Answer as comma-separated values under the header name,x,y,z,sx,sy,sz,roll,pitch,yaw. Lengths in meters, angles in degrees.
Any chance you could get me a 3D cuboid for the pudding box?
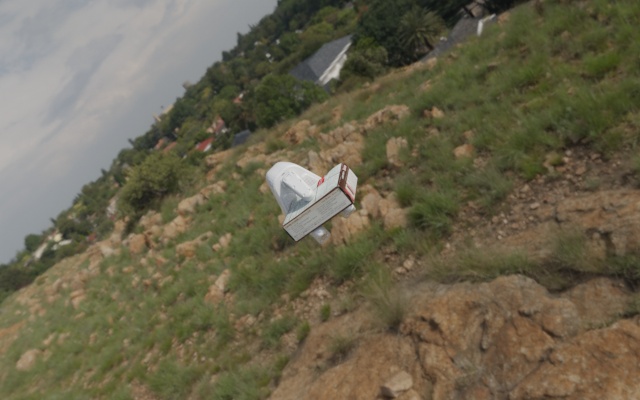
name,x,y,z,sx,sy,sz,roll,pitch,yaw
pudding box,0.000,0.002,0.713,0.113,0.039,0.090,-38,17,23
